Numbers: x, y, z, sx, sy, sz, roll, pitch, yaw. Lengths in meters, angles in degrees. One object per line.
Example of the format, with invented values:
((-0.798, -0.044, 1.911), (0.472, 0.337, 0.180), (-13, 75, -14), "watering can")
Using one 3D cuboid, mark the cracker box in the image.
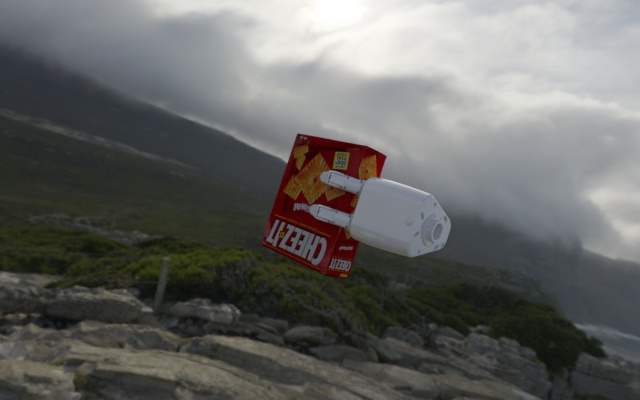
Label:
((0.000, 0.003, 0.808), (0.164, 0.213, 0.072), (18, 0, 42), "cracker box")
